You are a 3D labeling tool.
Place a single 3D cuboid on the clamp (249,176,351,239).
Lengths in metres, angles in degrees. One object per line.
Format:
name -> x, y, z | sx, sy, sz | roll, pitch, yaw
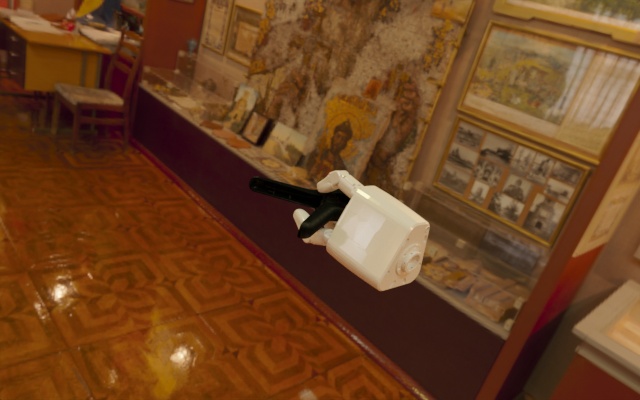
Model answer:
clamp -> 0.001, 0.002, 0.758 | 0.210, 0.036, 0.164 | -4, 31, -43
